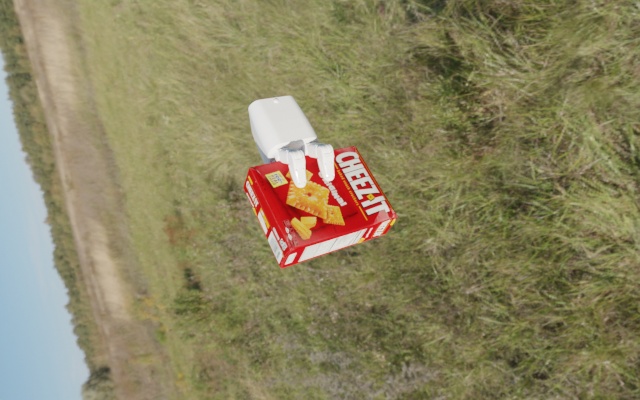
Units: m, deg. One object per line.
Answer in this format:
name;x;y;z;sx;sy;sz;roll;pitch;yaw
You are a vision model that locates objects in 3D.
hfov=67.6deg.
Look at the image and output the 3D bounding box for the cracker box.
cracker box;0.000;0.003;0.813;0.213;0.164;0.072;-15;-26;-28
